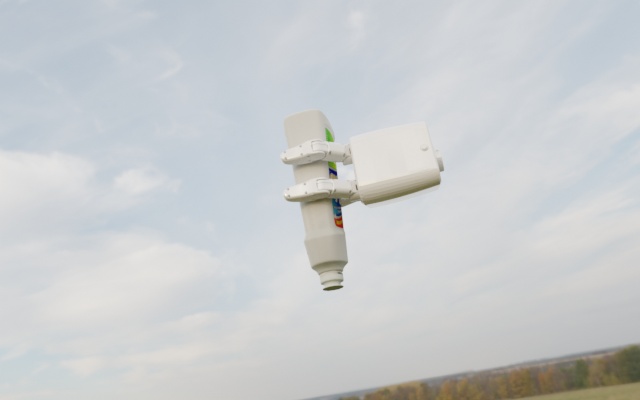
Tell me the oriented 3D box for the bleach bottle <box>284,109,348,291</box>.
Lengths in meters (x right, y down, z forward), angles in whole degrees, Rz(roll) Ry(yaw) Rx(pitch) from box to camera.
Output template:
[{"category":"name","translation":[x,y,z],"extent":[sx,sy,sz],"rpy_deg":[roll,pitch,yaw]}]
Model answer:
[{"category":"bleach bottle","translation":[0.000,0.002,0.672],"extent":[0.068,0.250,0.103],"rpy_deg":[-13,-23,10]}]
